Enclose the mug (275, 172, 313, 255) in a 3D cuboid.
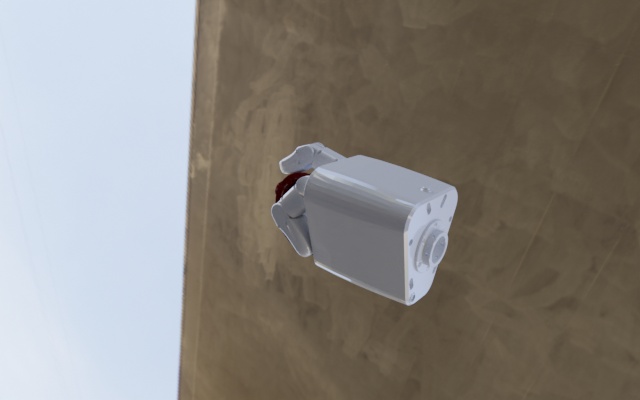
[{"bbox_3d":[-0.001,0.001,0.555,0.117,0.093,0.081,24,29,35],"label":"mug"}]
